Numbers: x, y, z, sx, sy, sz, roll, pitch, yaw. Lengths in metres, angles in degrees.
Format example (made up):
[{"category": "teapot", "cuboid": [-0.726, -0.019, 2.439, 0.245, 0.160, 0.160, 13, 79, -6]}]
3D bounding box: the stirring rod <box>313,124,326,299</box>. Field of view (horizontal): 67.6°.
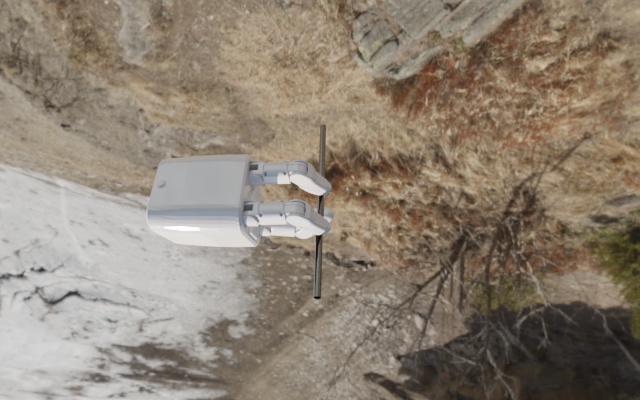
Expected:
[{"category": "stirring rod", "cuboid": [0.000, 0.002, 0.568, 0.011, 0.239, 0.011, 1, -33, 1]}]
